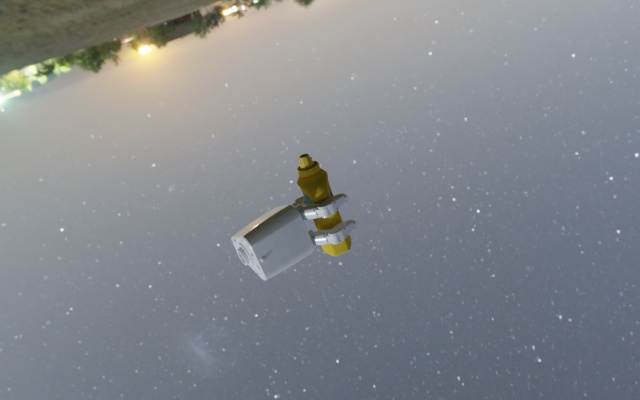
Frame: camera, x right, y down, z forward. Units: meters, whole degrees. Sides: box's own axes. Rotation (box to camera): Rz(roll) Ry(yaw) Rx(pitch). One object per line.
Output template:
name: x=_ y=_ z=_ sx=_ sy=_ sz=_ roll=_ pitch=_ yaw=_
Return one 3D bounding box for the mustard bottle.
mustard bottle: x=0.001 y=0.003 z=0.882 sx=0.058 sy=0.192 sz=0.096 roll=-22 pitch=24 yaw=-3
